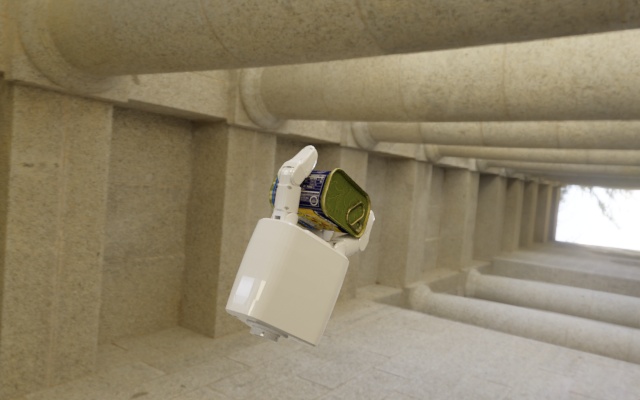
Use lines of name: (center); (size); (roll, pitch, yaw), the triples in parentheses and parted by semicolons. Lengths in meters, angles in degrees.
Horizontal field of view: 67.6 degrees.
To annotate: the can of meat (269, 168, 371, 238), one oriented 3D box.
can of meat: (0.000, 0.002, 0.577); (0.084, 0.057, 0.102); (5, -21, 35)
